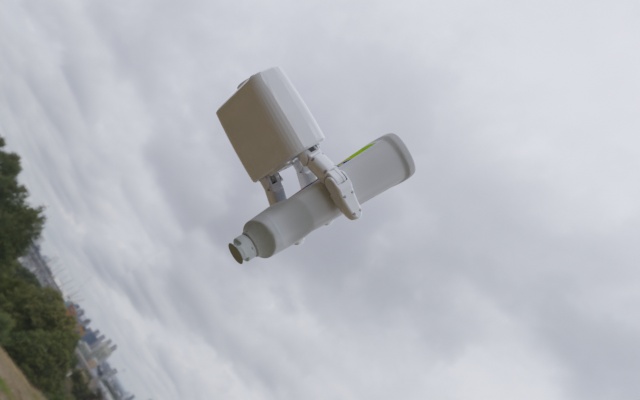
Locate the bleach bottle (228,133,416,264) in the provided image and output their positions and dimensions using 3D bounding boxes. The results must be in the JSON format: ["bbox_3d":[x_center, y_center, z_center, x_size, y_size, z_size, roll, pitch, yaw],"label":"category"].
[{"bbox_3d":[0.000,0.002,0.597,0.250,0.068,0.102,-31,2,-30],"label":"bleach bottle"}]
